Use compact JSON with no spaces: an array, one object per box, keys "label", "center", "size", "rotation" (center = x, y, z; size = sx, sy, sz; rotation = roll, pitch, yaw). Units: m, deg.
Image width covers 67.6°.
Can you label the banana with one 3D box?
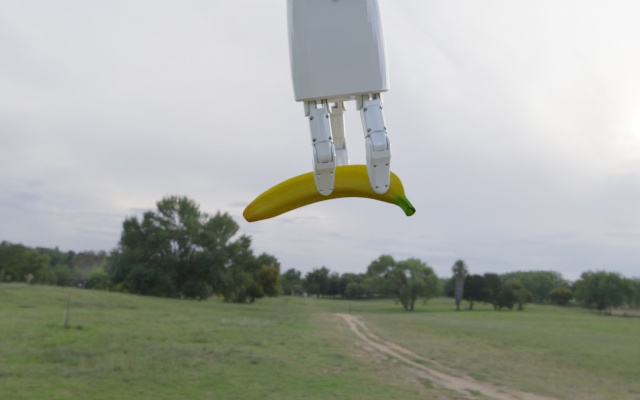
[{"label":"banana","center":[0.007,-0.010,0.536],"size":[0.198,0.037,0.069],"rotation":[-5,36,20]}]
